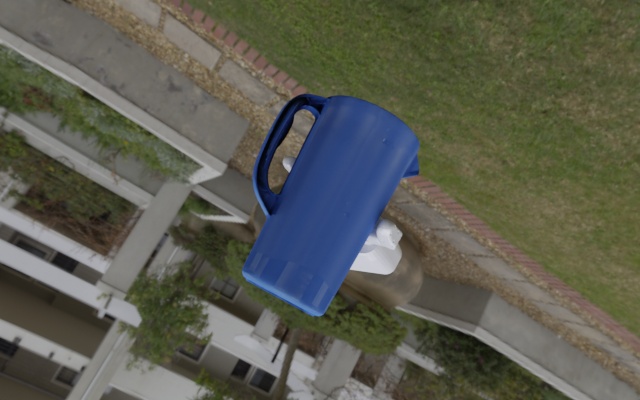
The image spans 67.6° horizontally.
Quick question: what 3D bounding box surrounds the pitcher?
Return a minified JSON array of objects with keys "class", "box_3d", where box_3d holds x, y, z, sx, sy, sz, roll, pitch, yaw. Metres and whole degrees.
[{"class":"pitcher","box_3d":[0.000,0.002,0.569,0.149,0.242,0.145,22,-14,29]}]
